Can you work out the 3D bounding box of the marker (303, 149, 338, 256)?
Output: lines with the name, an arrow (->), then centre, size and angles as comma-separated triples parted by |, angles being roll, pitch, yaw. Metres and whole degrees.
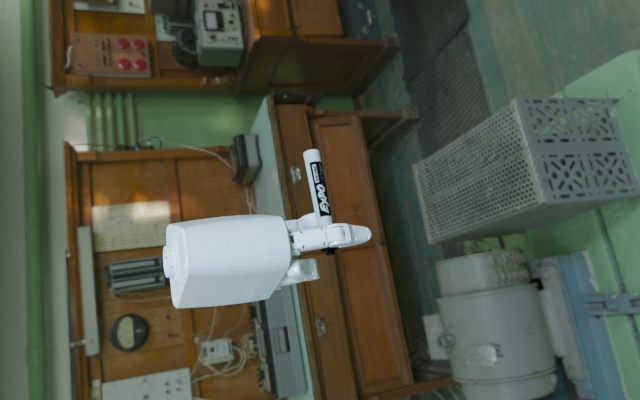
marker -> 0.000, 0.002, 0.533 | 0.020, 0.121, 0.020 | -10, -14, -3
